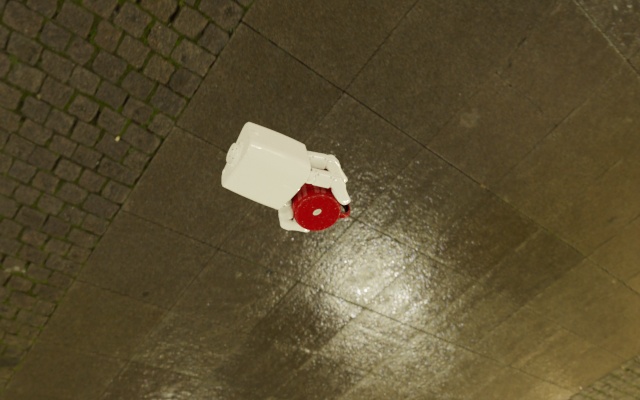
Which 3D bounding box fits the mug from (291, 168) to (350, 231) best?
[{"bbox_3d":[0.001,0.003,0.840,0.117,0.093,0.081,20,31,-23],"label":"mug"}]
